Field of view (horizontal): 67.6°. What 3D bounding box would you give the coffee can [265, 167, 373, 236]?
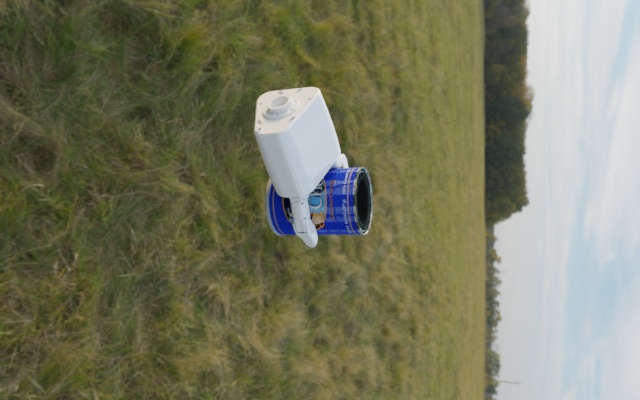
[{"bbox_3d":[0.000,0.003,0.731,0.140,0.103,0.103,-1,-1,20],"label":"coffee can"}]
